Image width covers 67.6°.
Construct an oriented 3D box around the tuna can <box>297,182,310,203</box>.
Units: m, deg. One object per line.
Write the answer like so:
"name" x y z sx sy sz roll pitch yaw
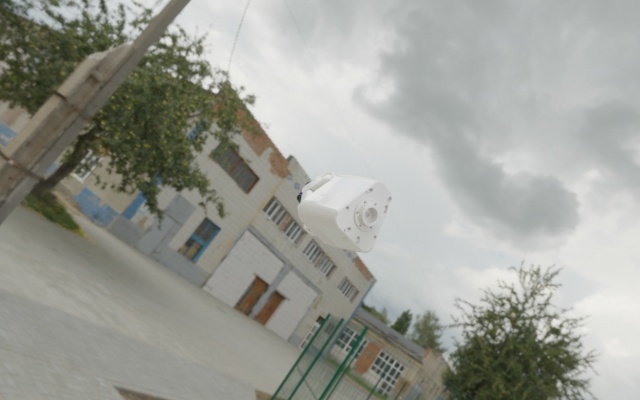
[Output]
"tuna can" 0.000 0.002 0.889 0.086 0.033 0.086 30 -17 10
